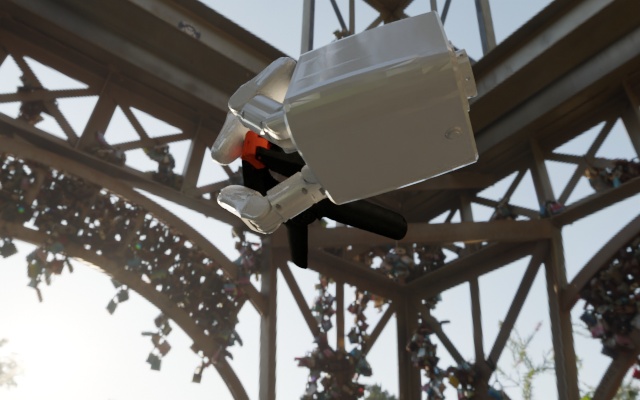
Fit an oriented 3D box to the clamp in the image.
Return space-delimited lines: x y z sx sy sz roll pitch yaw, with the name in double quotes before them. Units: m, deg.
"clamp" 0.000 0.001 0.408 0.120 0.039 0.172 -19 -40 14
